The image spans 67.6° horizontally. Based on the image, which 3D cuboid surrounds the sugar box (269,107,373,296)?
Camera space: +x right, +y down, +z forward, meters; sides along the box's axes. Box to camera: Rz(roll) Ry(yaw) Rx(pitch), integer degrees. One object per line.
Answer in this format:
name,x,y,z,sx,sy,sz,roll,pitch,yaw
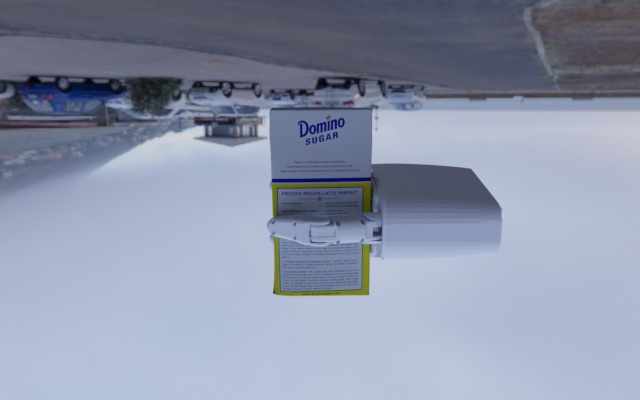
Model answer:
sugar box,0.000,0.001,0.452,0.093,0.176,0.048,0,10,-3
